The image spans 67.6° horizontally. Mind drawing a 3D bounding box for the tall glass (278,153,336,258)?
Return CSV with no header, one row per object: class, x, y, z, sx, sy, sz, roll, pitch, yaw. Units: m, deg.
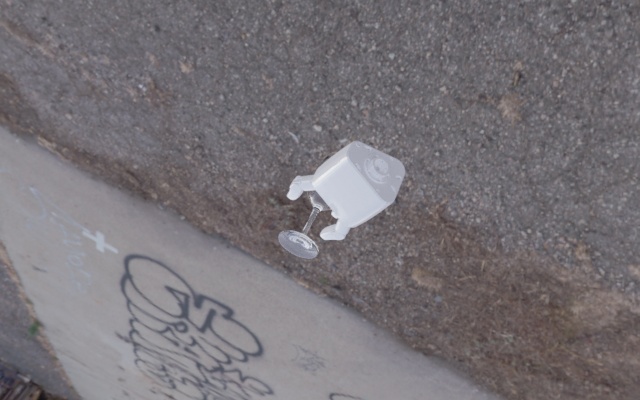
tall glass,0.000,0.003,0.865,0.079,0.201,0.079,18,-36,13
